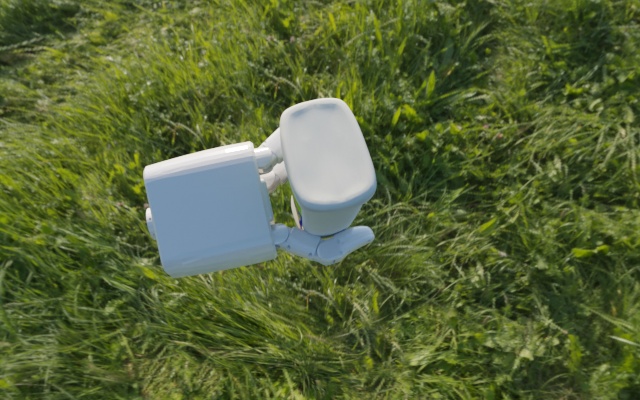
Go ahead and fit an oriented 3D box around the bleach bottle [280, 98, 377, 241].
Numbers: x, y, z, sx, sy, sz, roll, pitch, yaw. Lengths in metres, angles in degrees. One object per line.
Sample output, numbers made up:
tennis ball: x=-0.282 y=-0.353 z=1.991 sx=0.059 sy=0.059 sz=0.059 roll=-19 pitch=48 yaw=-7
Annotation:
bleach bottle: x=0.000 y=0.001 z=0.494 sx=0.068 sy=0.102 sz=0.251 roll=-13 pitch=-19 yaw=-7
